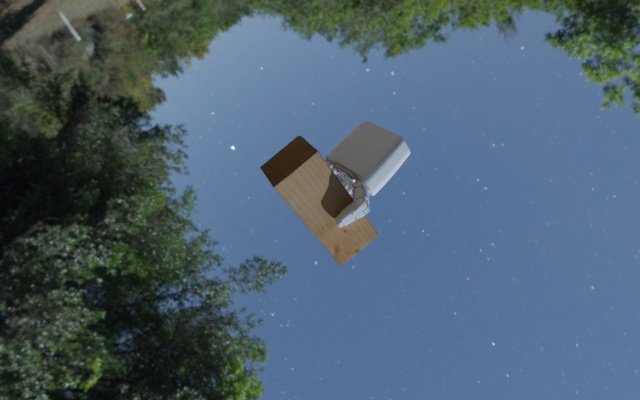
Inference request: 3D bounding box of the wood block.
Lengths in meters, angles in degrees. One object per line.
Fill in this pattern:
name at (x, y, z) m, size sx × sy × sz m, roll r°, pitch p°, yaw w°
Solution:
wood block at (0.001, 0.003, 0.818) m, size 0.090 × 0.206 × 0.090 m, roll -40°, pitch 32°, yaw -1°
